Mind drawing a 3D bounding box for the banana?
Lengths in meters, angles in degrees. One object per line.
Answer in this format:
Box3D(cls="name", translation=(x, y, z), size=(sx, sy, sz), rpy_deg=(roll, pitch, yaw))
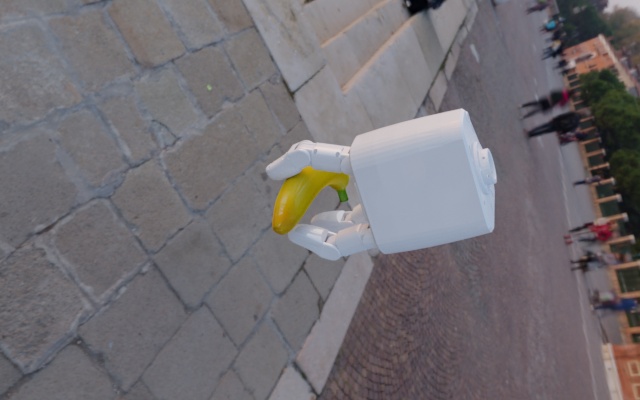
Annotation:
Box3D(cls="banana", translation=(-0.003, -0.017, 0.537), size=(0.037, 0.069, 0.198), rpy_deg=(-9, 6, 25))
